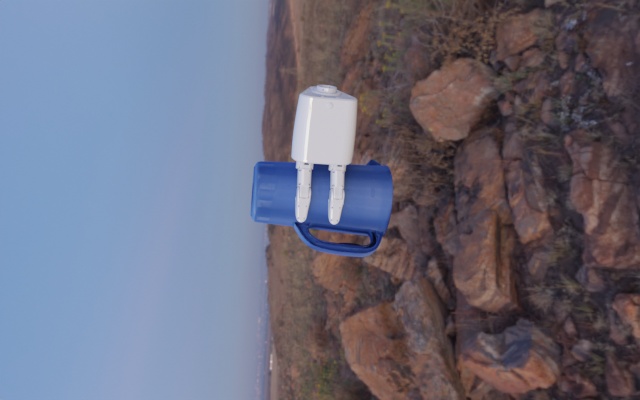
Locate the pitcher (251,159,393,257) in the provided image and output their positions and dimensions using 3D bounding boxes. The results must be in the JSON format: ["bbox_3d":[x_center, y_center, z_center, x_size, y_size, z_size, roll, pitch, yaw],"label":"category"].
[{"bbox_3d":[0.000,0.003,0.849,0.243,0.145,0.149,4,22,-7],"label":"pitcher"}]
